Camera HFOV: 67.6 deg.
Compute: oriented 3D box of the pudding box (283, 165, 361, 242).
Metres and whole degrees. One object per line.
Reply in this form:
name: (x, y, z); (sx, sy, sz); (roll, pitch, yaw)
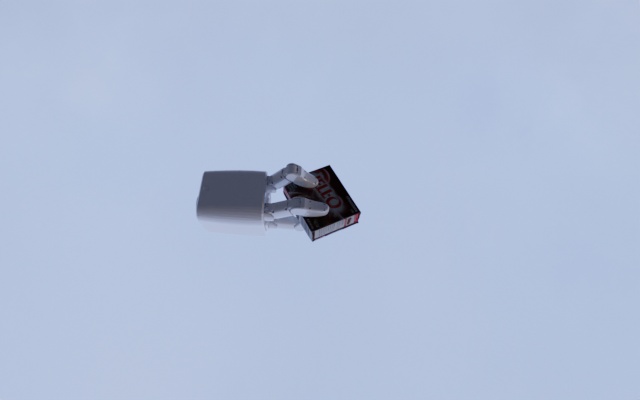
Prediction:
pudding box: (0.000, 0.003, 0.786); (0.090, 0.113, 0.039); (-22, -30, -17)
